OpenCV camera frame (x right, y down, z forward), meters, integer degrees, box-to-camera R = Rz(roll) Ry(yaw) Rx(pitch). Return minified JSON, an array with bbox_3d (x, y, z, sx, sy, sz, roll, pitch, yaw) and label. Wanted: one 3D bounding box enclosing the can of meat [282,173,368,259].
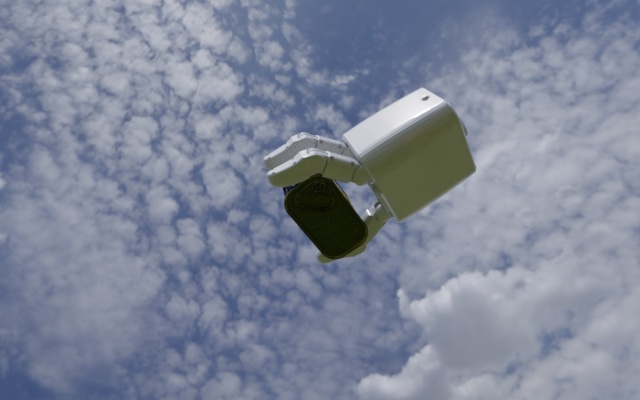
[{"bbox_3d":[0.000,0.002,0.534,0.057,0.102,0.084,-35,27,7],"label":"can of meat"}]
